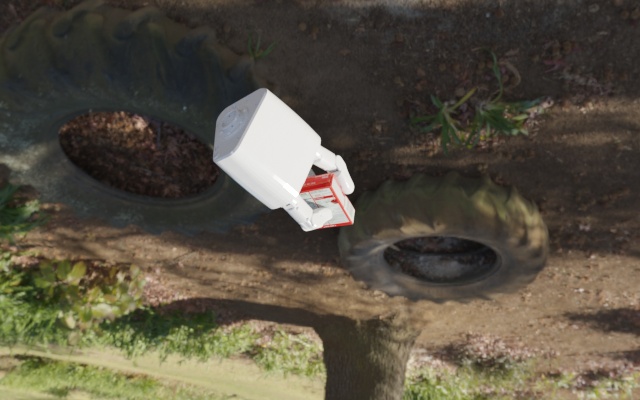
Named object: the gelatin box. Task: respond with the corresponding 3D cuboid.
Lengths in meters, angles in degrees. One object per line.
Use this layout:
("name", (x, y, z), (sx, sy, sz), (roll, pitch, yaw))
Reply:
("gelatin box", (0.000, 0.003, 0.694), (0.073, 0.030, 0.089), (-10, -44, 24))
